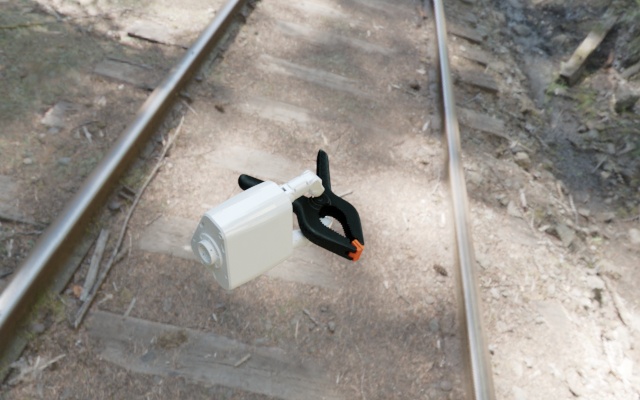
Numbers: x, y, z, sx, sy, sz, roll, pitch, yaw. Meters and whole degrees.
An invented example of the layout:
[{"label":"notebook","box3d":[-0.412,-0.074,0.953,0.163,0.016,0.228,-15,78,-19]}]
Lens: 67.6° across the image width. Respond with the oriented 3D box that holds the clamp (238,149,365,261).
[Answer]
[{"label":"clamp","box3d":[0.000,0.002,0.719,0.164,0.036,0.210,-29,61,-35]}]
